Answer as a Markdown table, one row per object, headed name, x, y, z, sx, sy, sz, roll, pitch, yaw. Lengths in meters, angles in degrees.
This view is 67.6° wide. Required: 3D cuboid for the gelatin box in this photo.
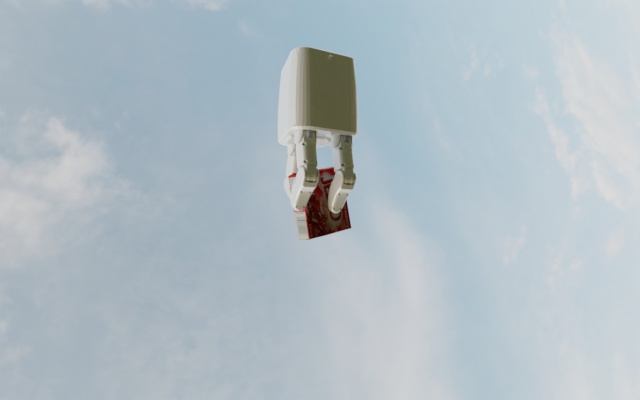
| name | x | y | z | sx | sy | sz | roll | pitch | yaw |
| --- | --- | --- | --- | --- | --- | --- | --- | --- | --- |
| gelatin box | 0.000 | 0.002 | 0.642 | 0.073 | 0.089 | 0.030 | -12 | 6 | -36 |
